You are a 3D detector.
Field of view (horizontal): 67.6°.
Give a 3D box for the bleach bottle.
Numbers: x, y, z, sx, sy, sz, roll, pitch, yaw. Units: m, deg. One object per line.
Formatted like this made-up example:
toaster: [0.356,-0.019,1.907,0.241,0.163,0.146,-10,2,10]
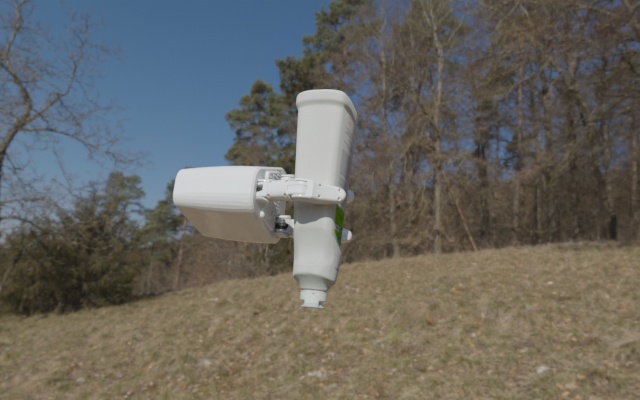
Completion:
bleach bottle: [0.000,0.002,0.579,0.068,0.250,0.102,1,-14,17]
